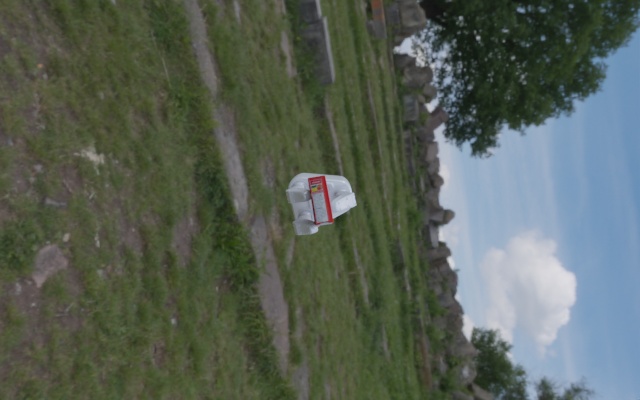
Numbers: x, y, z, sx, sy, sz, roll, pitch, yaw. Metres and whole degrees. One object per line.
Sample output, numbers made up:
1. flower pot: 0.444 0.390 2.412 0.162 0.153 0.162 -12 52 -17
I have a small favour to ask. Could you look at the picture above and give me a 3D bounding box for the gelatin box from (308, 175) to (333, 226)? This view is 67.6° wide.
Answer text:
1. gelatin box: 0.001 0.002 0.755 0.030 0.073 0.089 -10 -4 0
